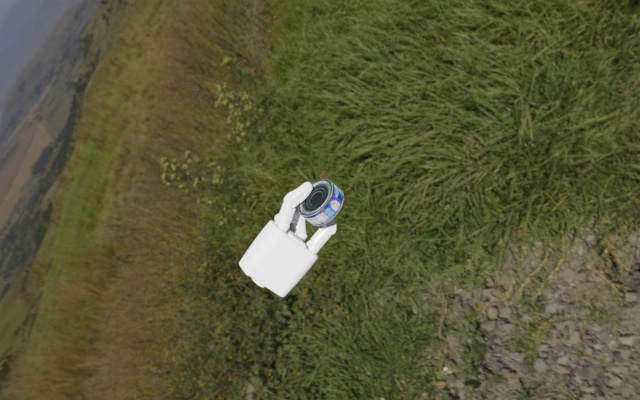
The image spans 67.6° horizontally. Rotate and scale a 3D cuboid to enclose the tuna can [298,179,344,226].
[{"bbox_3d":[0.000,0.003,0.889,0.086,0.086,0.034,0,-33,47],"label":"tuna can"}]
